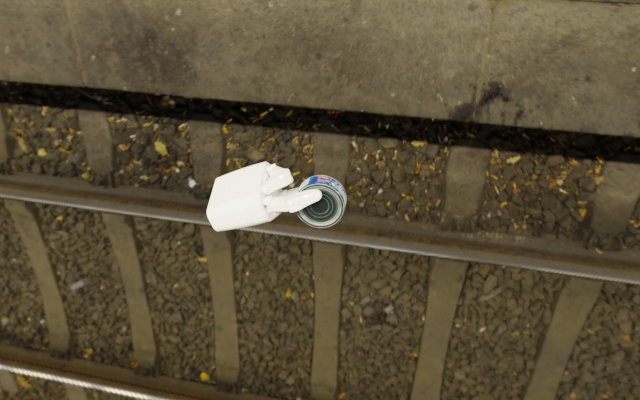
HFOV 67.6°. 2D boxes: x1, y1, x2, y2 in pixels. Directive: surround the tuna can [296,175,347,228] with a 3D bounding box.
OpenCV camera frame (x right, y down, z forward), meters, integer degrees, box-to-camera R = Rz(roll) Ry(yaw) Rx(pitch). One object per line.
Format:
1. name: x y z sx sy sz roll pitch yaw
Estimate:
1. tuna can: 0.000 0.003 0.802 0.086 0.086 0.033 0 26 8
